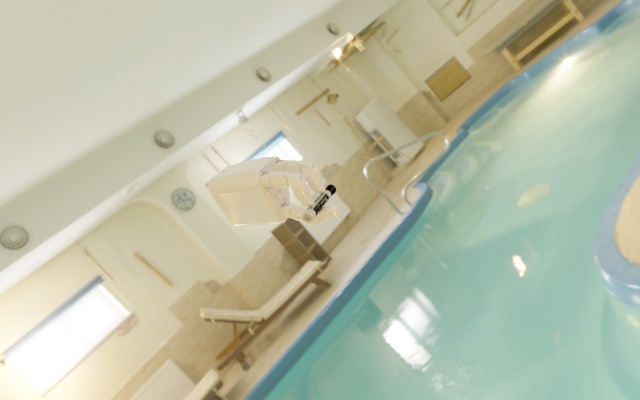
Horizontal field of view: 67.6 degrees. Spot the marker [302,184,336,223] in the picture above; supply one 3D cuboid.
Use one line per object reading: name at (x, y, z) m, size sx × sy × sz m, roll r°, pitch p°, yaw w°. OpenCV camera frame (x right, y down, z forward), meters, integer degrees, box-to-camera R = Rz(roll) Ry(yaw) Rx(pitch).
marker at (0.000, 0.003, 0.805) m, size 0.020 × 0.020 × 0.121 m, roll 0°, pitch 25°, yaw 23°
